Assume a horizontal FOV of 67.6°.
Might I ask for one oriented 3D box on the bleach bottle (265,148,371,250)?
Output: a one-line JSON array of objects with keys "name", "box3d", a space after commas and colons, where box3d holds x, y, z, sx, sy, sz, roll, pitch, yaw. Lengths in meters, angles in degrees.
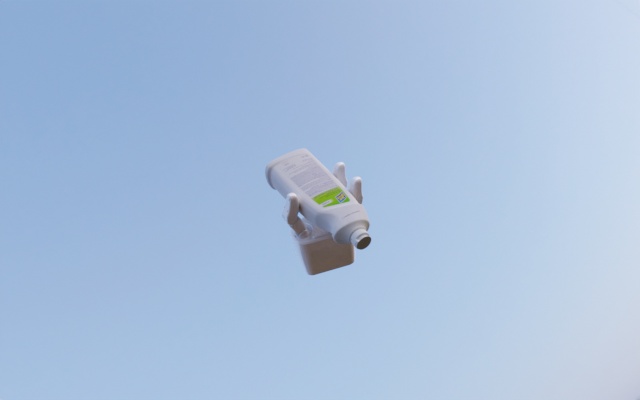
[{"name": "bleach bottle", "box3d": [0.000, 0.003, 0.848, 0.102, 0.068, 0.250, -27, 46, -17]}]
